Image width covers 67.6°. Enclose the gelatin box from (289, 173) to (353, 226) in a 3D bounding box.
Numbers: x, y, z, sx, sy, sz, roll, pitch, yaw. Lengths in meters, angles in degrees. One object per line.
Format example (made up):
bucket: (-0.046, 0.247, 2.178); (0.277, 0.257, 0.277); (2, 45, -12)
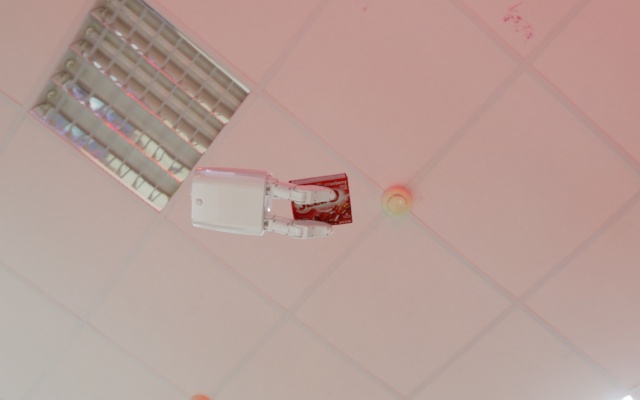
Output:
gelatin box: (0.000, 0.002, 0.715); (0.089, 0.073, 0.030); (-8, 19, -1)
